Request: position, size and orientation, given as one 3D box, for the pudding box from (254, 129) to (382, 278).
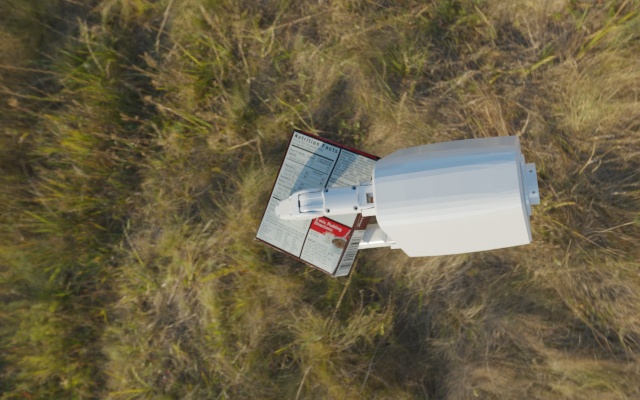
[{"bbox_3d":[0.000,0.001,0.437,0.090,0.113,0.039,23,5,22],"label":"pudding box"}]
